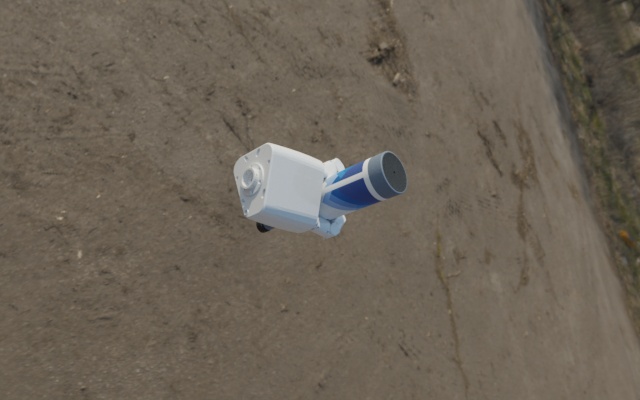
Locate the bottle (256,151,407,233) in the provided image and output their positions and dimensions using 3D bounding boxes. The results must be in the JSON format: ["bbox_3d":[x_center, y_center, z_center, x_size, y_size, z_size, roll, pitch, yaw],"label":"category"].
[{"bbox_3d":[0.000,0.003,0.784,0.296,0.069,0.069,-22,-14,38],"label":"bottle"}]
